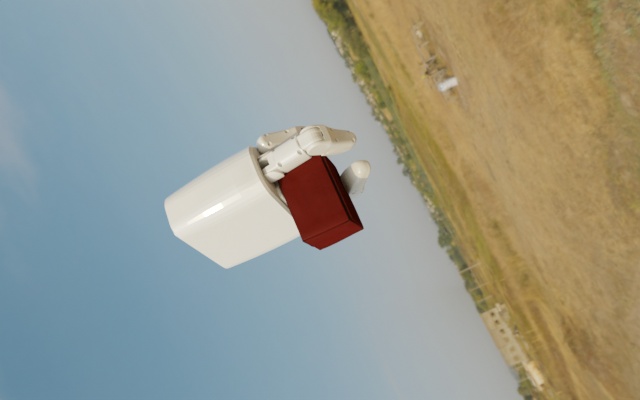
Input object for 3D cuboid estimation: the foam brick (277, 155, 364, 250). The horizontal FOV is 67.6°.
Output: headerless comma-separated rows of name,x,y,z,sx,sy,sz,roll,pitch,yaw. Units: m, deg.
foam brick,0.000,0.002,0.466,0.051,0.078,0.053,-28,-22,10
